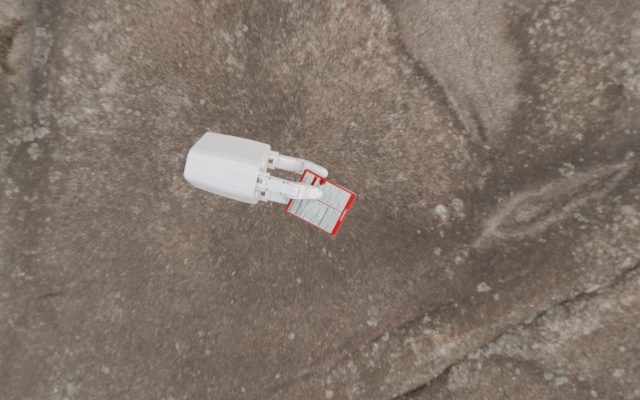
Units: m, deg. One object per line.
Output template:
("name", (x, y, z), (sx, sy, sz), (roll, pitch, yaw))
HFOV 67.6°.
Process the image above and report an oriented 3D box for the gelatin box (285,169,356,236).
("gelatin box", (0.000, 0.003, 0.740), (0.089, 0.073, 0.030), (27, 5, 0))
